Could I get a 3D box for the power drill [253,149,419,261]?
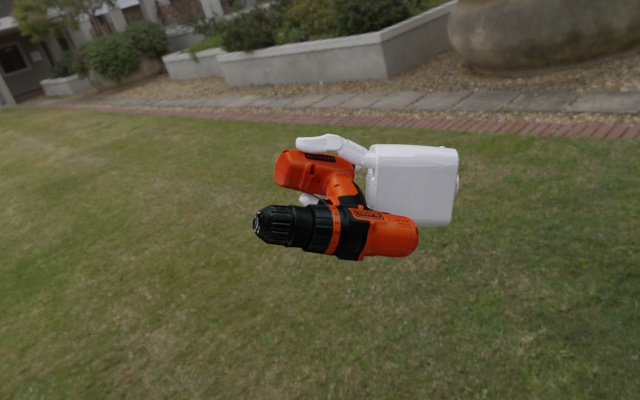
[{"bbox_3d":[0.000,0.002,0.559,0.184,0.057,0.187,9,26,-22],"label":"power drill"}]
